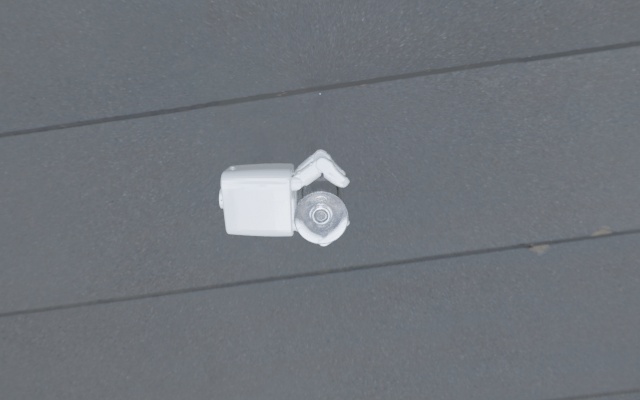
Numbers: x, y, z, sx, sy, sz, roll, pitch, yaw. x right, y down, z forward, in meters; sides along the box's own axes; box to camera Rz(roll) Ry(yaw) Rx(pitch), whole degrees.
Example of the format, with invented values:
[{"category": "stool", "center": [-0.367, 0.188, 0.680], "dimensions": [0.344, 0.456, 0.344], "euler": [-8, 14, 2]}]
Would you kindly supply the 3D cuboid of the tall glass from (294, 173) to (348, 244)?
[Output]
[{"category": "tall glass", "center": [0.000, 0.003, 0.745], "dimensions": [0.079, 0.079, 0.201], "euler": [0, 13, 0]}]
